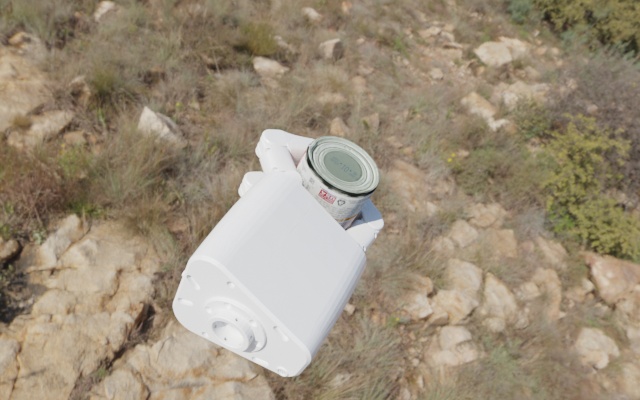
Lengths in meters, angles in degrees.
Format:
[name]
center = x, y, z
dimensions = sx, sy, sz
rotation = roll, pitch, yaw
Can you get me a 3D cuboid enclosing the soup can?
[soup can]
center = 0.000, 0.001, 0.426
dimensions = 0.068, 0.068, 0.102
rotation = 0, -39, -30
